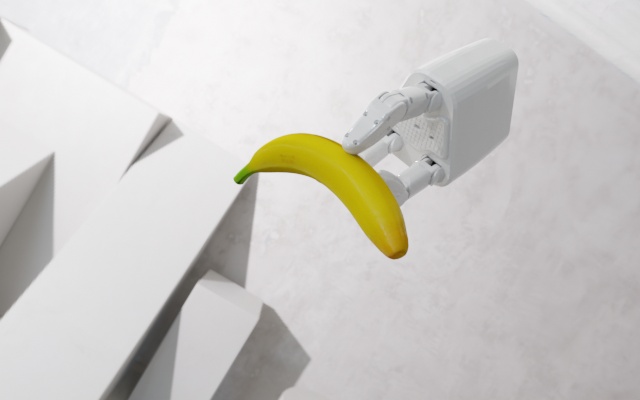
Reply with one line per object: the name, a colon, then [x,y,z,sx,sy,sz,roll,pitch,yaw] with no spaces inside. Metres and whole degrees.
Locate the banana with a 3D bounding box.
banana: [0.004,-0.017,0.404,0.197,0.069,0.037,24,8,41]
